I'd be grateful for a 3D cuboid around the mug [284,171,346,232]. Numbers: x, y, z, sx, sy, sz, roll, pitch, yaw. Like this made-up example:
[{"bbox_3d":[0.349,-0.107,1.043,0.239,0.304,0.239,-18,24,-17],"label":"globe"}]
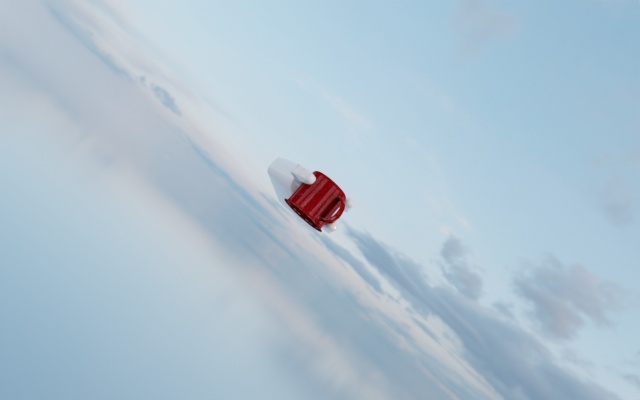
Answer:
[{"bbox_3d":[0.001,0.003,0.882,0.117,0.081,0.093,31,-14,49],"label":"mug"}]
